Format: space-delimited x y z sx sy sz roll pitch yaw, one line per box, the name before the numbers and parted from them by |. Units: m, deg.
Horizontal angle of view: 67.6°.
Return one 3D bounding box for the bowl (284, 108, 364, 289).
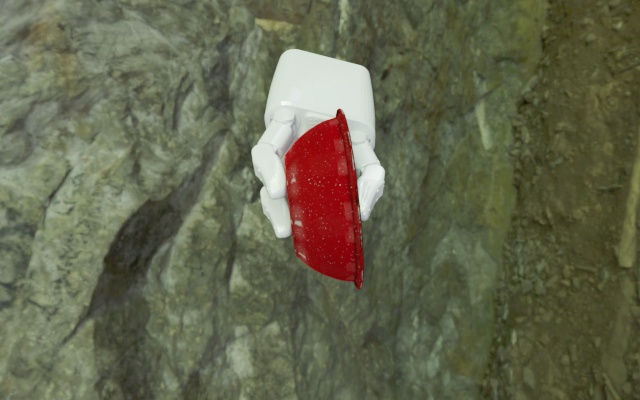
bowl | 0.000 0.002 0.427 0.055 0.162 0.162 -7 0 -2
